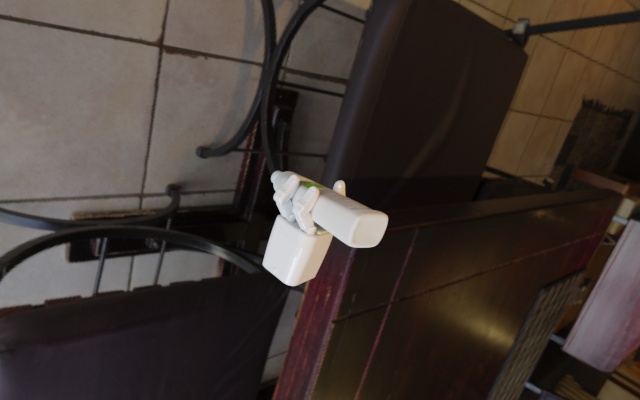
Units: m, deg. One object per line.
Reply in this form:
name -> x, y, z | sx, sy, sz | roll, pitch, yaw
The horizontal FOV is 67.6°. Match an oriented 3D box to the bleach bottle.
bleach bottle -> 0.000, 0.003, 0.898 | 0.250, 0.068, 0.102 | 31, 17, 39
